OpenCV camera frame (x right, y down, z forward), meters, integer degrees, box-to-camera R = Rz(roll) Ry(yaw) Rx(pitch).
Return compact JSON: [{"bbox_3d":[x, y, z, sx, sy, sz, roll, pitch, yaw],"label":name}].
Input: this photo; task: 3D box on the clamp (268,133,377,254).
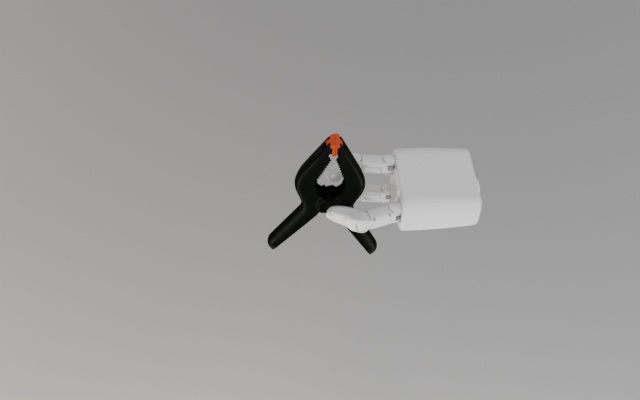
[{"bbox_3d":[0.000,0.002,0.664,0.164,0.210,0.036,-3,42,0],"label":"clamp"}]
